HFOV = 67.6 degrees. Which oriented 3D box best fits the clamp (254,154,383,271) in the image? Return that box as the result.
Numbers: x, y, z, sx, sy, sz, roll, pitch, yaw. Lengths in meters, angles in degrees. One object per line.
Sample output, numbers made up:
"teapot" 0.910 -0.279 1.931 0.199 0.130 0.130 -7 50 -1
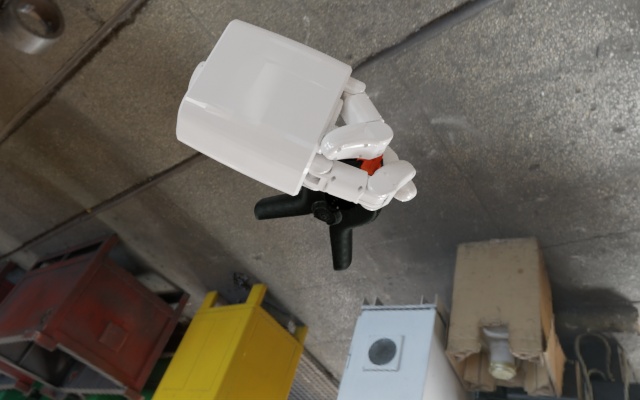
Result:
"clamp" 0.000 0.002 0.465 0.120 0.039 0.172 24 -41 -3
